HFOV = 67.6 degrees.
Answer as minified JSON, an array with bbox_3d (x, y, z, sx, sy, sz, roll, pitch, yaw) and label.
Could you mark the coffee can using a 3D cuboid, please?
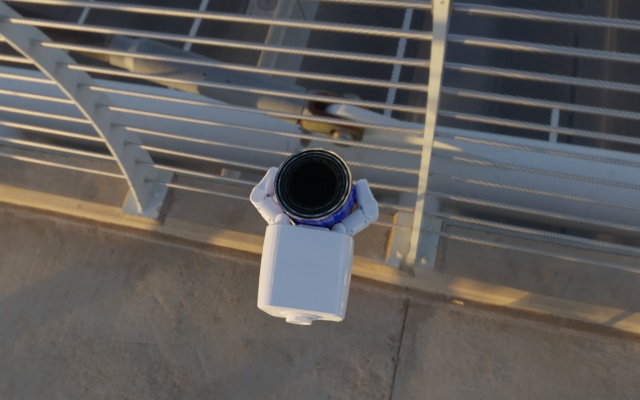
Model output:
[{"bbox_3d":[0.000,0.002,0.673,0.103,0.102,0.140,0,-21,9],"label":"coffee can"}]
